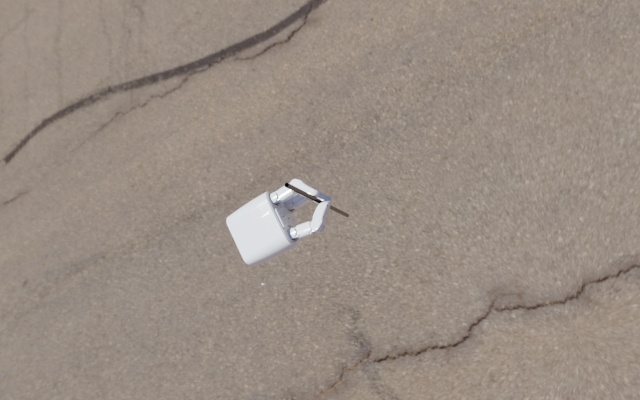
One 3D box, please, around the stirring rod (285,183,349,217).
[{"bbox_3d":[0.000,0.003,0.884,0.011,0.011,0.239,0,-14,28],"label":"stirring rod"}]
